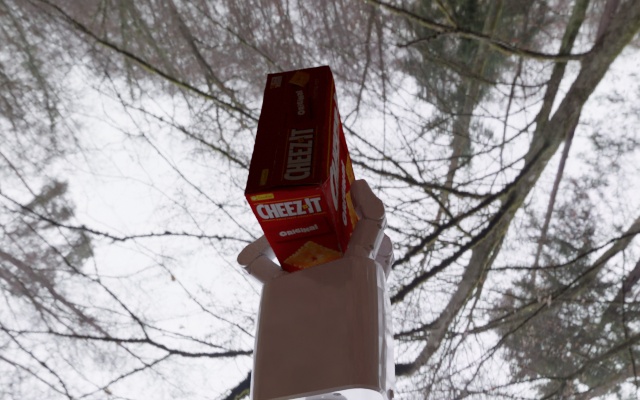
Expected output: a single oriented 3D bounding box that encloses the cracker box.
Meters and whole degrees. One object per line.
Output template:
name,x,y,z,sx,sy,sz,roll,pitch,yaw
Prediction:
cracker box,0.000,0.002,0.481,0.072,0.164,0.214,-7,-43,10
